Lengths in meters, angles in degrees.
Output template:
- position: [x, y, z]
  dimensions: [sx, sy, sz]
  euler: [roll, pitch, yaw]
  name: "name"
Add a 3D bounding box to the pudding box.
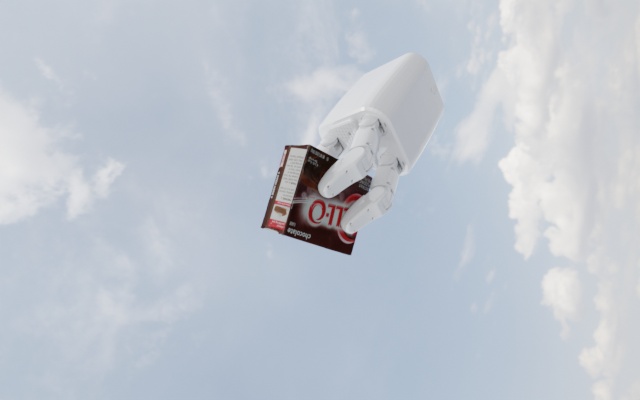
- position: [0.000, 0.002, 0.492]
  dimensions: [0.039, 0.090, 0.113]
  euler: [9, -8, 44]
  name: "pudding box"
